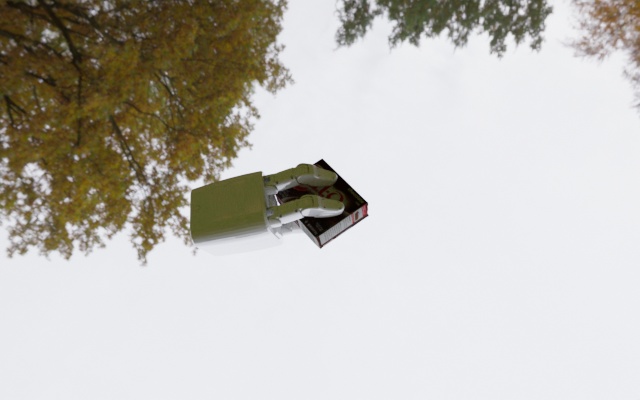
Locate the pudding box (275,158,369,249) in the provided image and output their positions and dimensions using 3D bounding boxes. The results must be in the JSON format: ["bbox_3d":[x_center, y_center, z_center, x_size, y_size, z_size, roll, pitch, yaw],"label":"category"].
[{"bbox_3d":[0.000,0.002,0.679,0.090,0.113,0.039,-34,-33,-14],"label":"pudding box"}]
